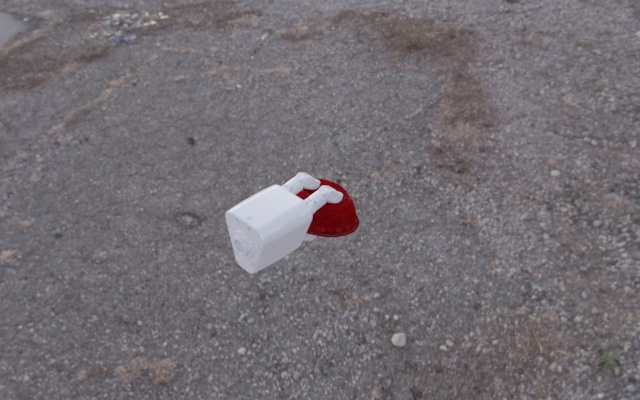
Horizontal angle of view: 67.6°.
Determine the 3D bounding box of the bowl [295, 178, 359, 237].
[{"bbox_3d":[0.001,0.002,0.892,0.162,0.055,0.162,11,26,-5],"label":"bowl"}]
